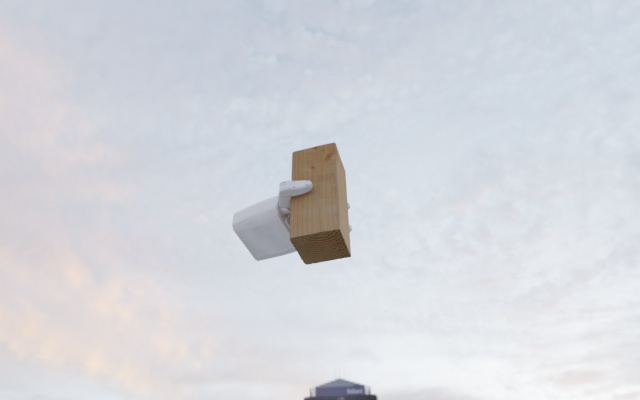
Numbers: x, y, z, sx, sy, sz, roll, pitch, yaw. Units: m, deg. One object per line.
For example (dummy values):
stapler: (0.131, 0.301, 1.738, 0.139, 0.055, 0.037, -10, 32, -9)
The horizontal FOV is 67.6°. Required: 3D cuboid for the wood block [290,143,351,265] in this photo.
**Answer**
wood block: (0.000, 0.003, 0.886, 0.090, 0.206, 0.091, -11, -40, 12)
